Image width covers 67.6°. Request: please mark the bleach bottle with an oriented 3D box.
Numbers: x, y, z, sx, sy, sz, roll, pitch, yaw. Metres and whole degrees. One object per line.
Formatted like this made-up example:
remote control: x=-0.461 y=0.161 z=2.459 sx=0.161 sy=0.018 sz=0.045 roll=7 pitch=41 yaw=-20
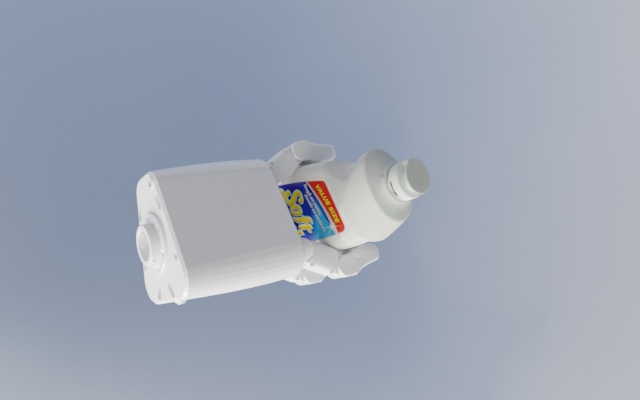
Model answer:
bleach bottle: x=0.000 y=0.002 z=0.470 sx=0.068 sy=0.102 sz=0.251 roll=-7 pitch=-9 yaw=-39
